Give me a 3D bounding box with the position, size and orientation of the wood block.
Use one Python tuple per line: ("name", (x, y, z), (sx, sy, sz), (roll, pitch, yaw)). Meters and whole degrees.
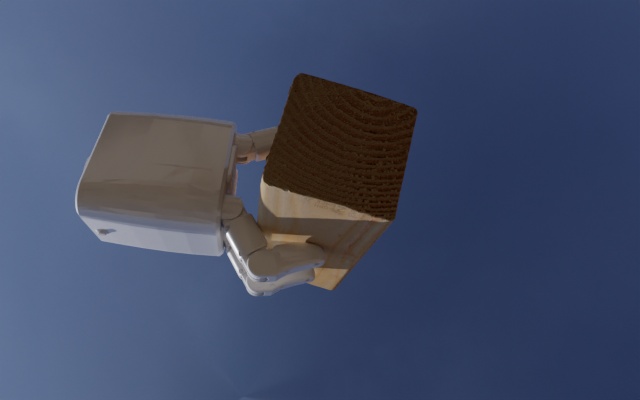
("wood block", (0.000, 0.001, 0.404), (0.090, 0.090, 0.206), (16, -24, -3))
